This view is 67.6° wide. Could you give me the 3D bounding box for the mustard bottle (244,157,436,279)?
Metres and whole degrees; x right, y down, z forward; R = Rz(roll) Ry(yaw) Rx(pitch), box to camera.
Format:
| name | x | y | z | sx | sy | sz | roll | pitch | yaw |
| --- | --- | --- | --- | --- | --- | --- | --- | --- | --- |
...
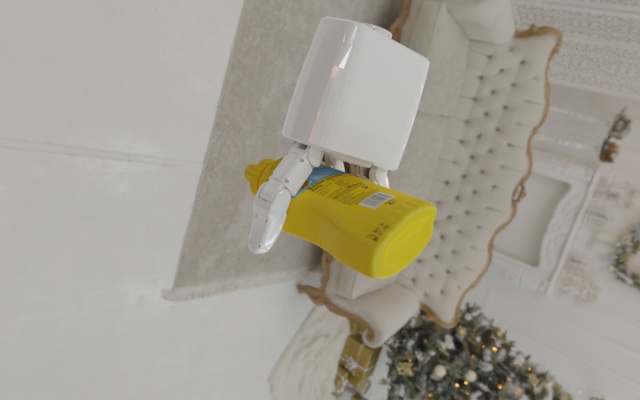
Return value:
| name | x | y | z | sx | sy | sz | roll | pitch | yaw |
| --- | --- | --- | --- | --- | --- | --- | --- | --- | --- |
| mustard bottle | 0.000 | 0.002 | 0.438 | 0.191 | 0.058 | 0.096 | 24 | 35 | 34 |
